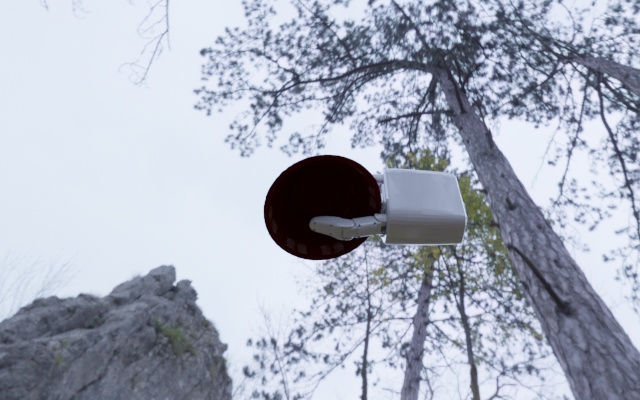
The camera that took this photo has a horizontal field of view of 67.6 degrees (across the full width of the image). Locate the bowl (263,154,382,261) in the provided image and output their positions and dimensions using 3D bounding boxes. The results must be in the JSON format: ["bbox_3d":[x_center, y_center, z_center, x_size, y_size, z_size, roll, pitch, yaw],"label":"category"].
[{"bbox_3d":[-0.001,0.002,0.661,0.162,0.162,0.055,0,28,-11],"label":"bowl"}]
